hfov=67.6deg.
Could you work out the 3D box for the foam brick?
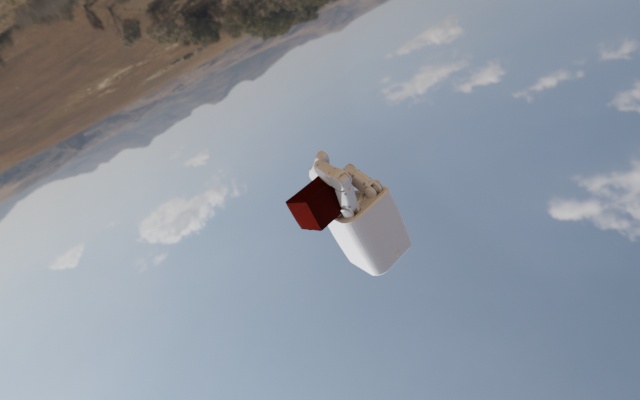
[{"bbox_3d":[0.000,0.002,0.704,0.078,0.051,0.053,-40,24,-31],"label":"foam brick"}]
